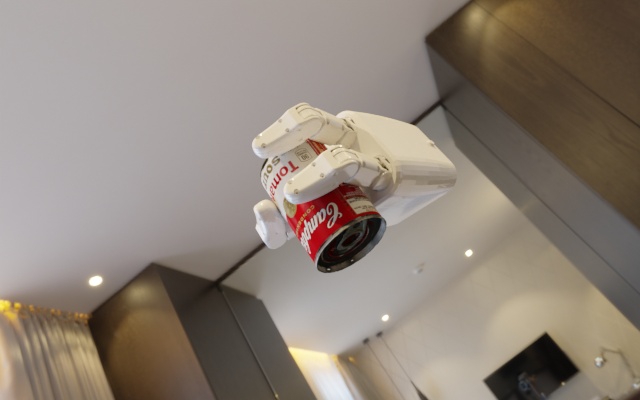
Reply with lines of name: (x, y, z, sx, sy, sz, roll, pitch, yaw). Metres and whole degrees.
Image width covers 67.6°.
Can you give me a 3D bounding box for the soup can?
soup can: (-0.001, 0.001, 0.409, 0.068, 0.102, 0.069, -26, -31, -17)
